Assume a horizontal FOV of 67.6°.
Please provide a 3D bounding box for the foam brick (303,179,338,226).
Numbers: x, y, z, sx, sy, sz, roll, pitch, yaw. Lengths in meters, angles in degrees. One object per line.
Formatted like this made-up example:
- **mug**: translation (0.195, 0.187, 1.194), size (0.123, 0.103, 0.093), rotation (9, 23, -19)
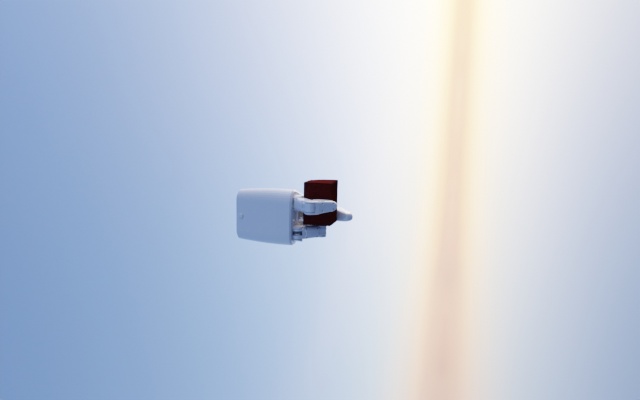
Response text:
- **foam brick**: translation (0.000, 0.002, 0.850), size (0.051, 0.078, 0.053), rotation (4, 9, 15)
